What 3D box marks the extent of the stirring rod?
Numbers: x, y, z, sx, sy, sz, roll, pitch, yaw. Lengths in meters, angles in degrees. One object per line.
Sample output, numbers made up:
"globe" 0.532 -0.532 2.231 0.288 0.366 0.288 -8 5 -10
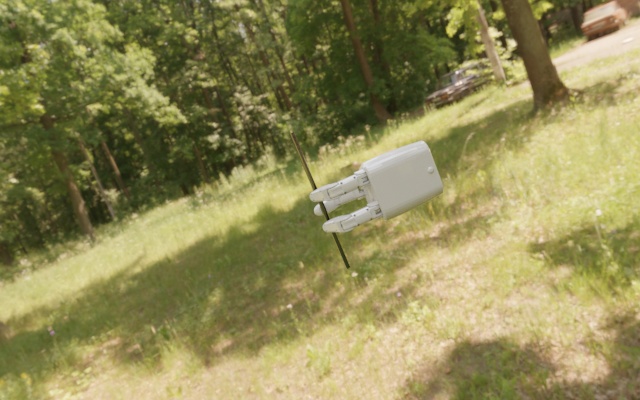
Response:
"stirring rod" 0.000 0.003 0.775 0.011 0.239 0.011 -22 9 4
